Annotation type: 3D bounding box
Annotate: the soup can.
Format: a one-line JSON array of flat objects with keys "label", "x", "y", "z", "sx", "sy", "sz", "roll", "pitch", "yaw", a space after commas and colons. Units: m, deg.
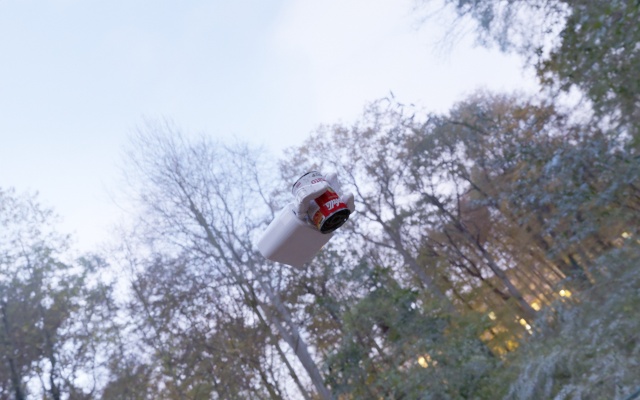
[{"label": "soup can", "x": 0.000, "y": 0.002, "z": 0.892, "sx": 0.068, "sy": 0.102, "sz": 0.068, "roll": -29, "pitch": -28, "yaw": -17}]
